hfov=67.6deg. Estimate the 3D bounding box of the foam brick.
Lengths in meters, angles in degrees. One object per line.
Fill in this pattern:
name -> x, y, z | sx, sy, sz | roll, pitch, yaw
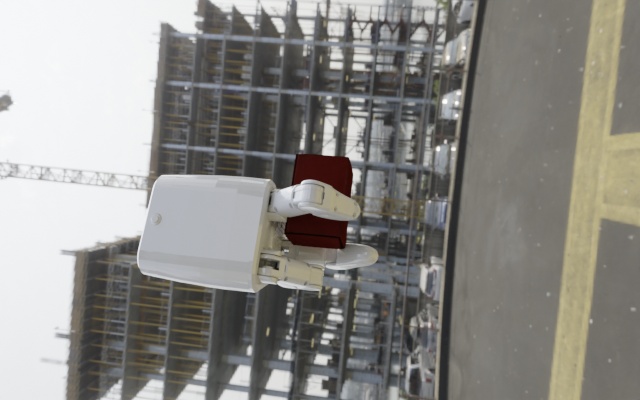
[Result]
foam brick -> 0.000, 0.001, 0.446 | 0.051, 0.078, 0.053 | 5, -17, 9
